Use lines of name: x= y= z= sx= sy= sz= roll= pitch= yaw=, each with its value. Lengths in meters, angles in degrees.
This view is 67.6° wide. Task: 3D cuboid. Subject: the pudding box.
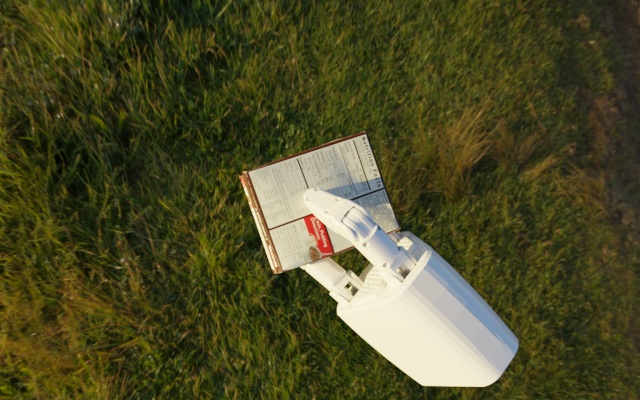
pudding box: x=0.000 y=0.001 z=0.402 sx=0.113 sy=0.090 sz=0.039 roll=-19 pitch=0 yaw=-16
